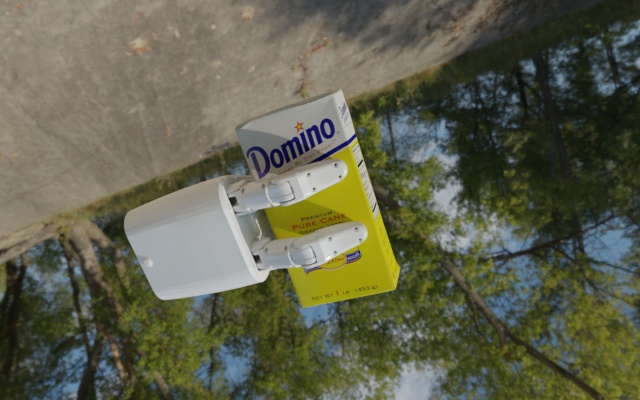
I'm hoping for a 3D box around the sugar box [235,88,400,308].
[{"bbox_3d":[0.000,0.002,0.420,0.093,0.176,0.048,-16,16,17],"label":"sugar box"}]
